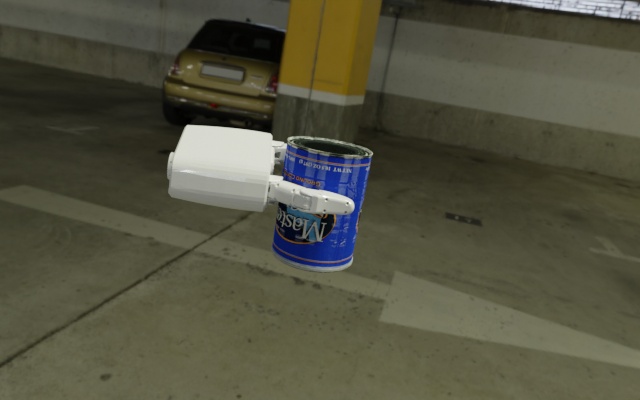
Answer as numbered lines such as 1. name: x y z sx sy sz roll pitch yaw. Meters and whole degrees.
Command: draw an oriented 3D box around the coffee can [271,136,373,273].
1. coffee can: 0.000 0.002 0.577 0.103 0.140 0.102 9 16 -3
